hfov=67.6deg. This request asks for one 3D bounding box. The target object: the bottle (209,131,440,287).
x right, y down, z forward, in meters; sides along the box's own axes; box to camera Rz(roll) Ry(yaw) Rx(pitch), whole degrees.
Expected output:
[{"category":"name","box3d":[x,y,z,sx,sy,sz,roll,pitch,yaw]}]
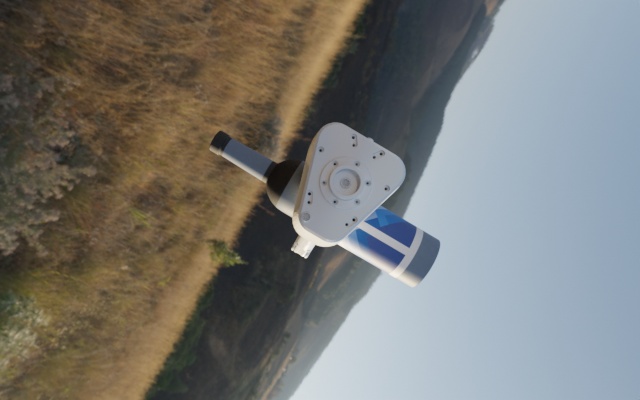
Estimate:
[{"category":"bottle","box3d":[0.000,0.002,0.576,0.296,0.069,0.069,30,-1,-1]}]
